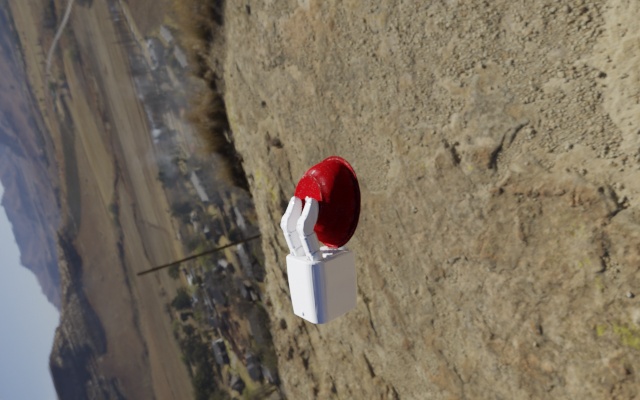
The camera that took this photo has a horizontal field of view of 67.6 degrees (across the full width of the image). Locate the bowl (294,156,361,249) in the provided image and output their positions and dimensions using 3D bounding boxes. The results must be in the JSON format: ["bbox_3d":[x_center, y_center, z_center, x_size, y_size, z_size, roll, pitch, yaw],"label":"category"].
[{"bbox_3d":[0.000,0.001,0.817,0.055,0.162,0.162,1,0,-32],"label":"bowl"}]
